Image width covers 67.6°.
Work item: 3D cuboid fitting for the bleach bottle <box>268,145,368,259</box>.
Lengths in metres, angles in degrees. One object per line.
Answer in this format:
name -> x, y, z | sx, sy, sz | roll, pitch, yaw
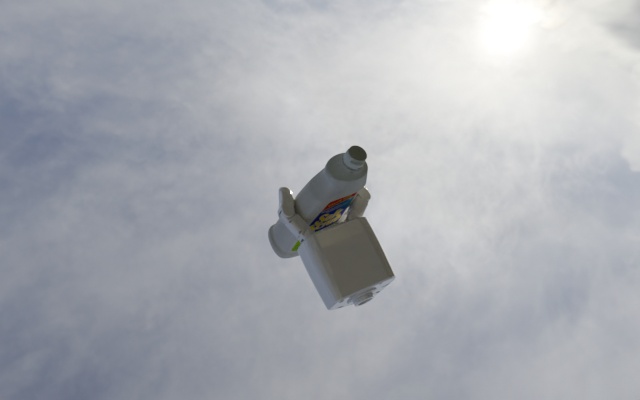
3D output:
bleach bottle -> 0.000, 0.002, 0.753 | 0.102, 0.068, 0.251 | -12, -26, -31
